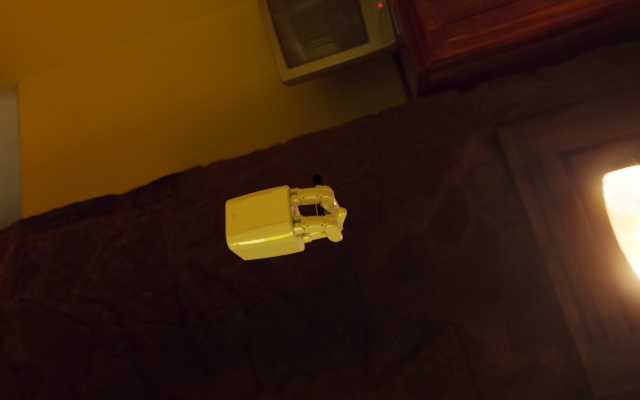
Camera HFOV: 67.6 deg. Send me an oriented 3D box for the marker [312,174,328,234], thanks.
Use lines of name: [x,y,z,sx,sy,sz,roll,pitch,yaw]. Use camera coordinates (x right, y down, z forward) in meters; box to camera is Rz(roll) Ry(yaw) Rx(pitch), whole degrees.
marker: [0.000,0.003,0.814,0.020,0.121,0.020,-5,-38,-4]
